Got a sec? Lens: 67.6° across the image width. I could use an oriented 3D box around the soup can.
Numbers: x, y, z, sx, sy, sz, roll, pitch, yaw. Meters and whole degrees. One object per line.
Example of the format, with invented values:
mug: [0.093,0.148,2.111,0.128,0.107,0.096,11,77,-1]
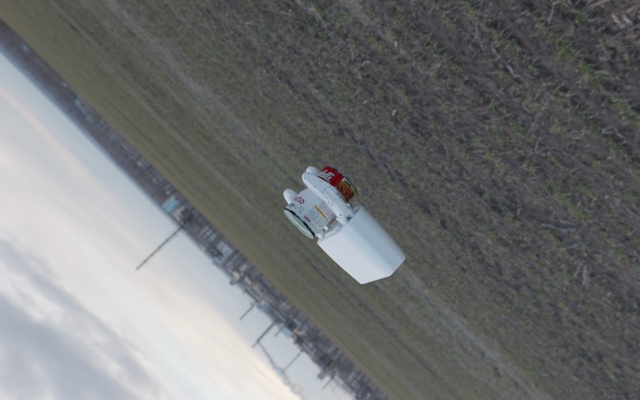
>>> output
soup can: [0.000,0.002,0.760,0.102,0.068,0.068,-46,13,-13]
